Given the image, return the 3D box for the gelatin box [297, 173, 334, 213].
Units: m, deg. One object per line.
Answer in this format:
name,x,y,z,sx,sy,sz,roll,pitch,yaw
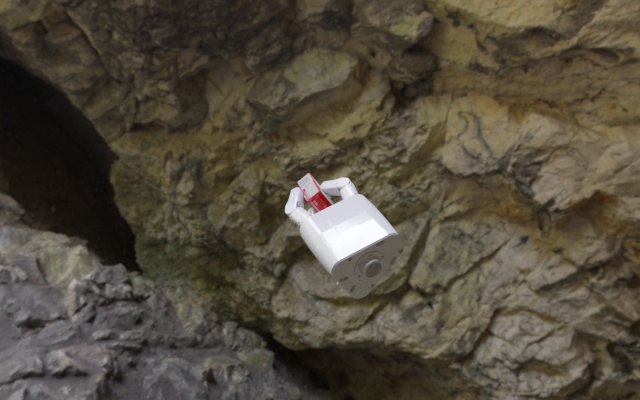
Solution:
gelatin box,0.000,0.002,0.789,0.030,0.073,0.089,-38,26,4
